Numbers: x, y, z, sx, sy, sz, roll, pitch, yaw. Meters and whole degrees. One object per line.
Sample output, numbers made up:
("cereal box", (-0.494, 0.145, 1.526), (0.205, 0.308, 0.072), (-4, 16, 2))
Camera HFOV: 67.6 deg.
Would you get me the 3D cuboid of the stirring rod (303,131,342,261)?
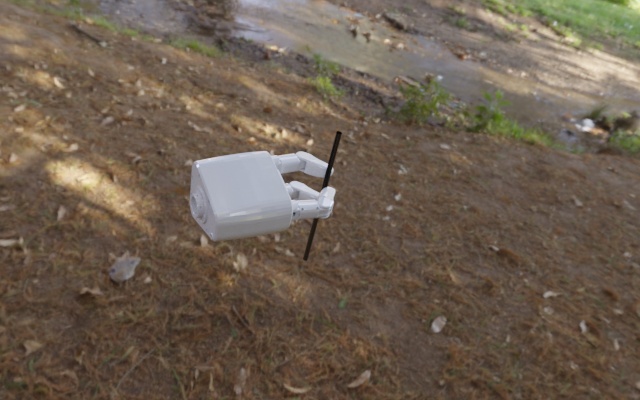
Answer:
("stirring rod", (0.000, 0.002, 0.718), (0.011, 0.240, 0.011), (10, 36, -7))
